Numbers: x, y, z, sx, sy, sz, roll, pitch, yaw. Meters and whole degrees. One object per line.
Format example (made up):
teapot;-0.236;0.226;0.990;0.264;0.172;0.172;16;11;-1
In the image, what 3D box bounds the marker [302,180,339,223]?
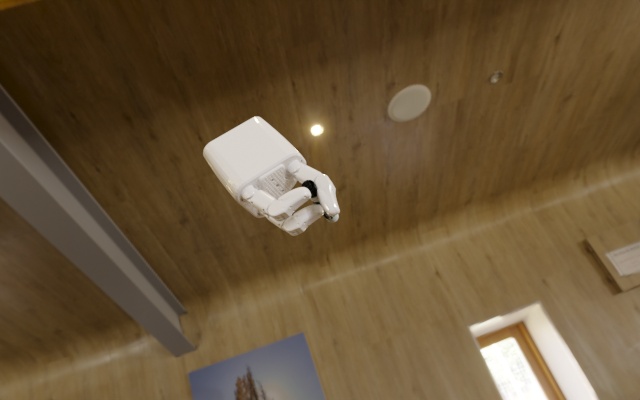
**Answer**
marker;0.000;0.002;0.683;0.020;0.020;0.121;0;-23;20
